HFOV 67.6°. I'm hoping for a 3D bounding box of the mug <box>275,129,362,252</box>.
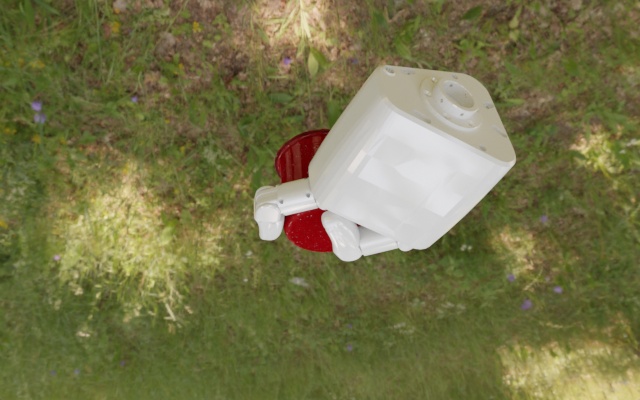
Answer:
[{"bbox_3d":[-0.001,0.002,0.454,0.093,0.081,0.117,11,-40,-21],"label":"mug"}]
